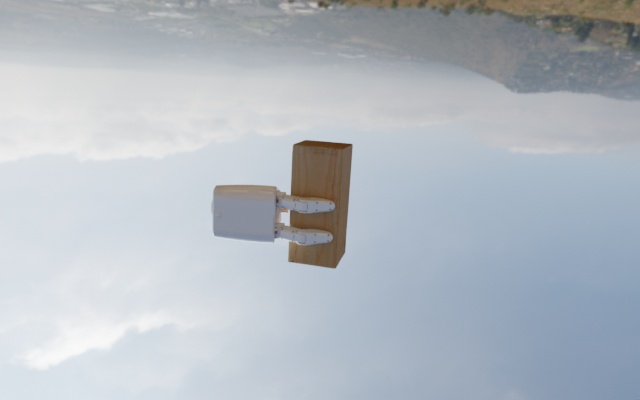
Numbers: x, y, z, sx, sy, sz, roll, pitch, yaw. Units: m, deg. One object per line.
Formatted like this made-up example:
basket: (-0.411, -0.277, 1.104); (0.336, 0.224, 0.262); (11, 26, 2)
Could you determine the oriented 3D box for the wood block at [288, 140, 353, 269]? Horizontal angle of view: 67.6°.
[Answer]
wood block: (0.000, 0.003, 0.843); (0.090, 0.206, 0.091); (6, 14, 12)
